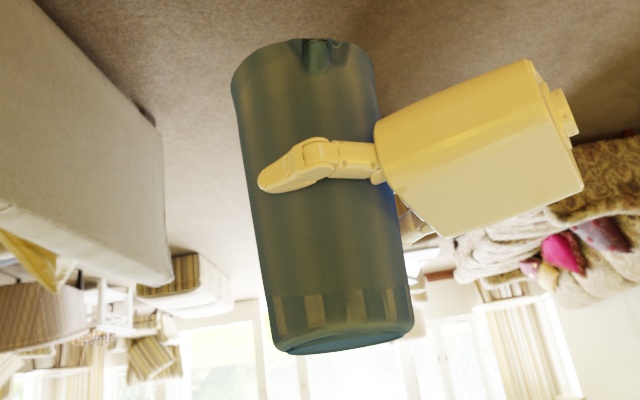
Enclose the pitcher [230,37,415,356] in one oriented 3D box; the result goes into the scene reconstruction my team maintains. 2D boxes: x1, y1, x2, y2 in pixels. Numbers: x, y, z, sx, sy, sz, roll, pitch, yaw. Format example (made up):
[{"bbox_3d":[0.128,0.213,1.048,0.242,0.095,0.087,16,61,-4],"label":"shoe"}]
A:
[{"bbox_3d":[0.000,0.001,0.409,0.145,0.242,0.149,-23,-26,30],"label":"pitcher"}]
